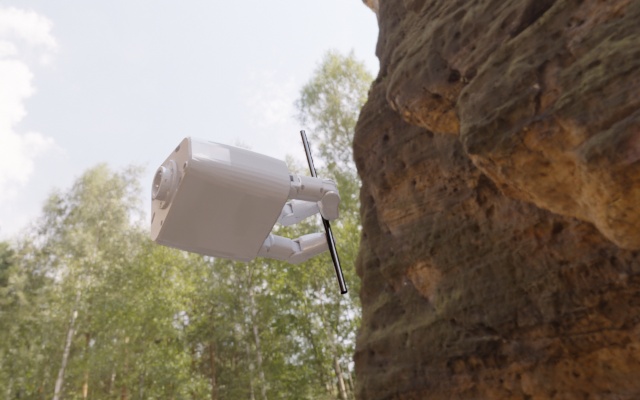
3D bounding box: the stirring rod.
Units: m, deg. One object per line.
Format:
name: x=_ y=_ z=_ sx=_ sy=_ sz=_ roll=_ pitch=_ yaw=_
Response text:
stirring rod: x=0.000 y=0.002 z=0.565 sx=0.011 sy=0.239 sz=0.011 roll=-9 pitch=-37 yaw=-7
